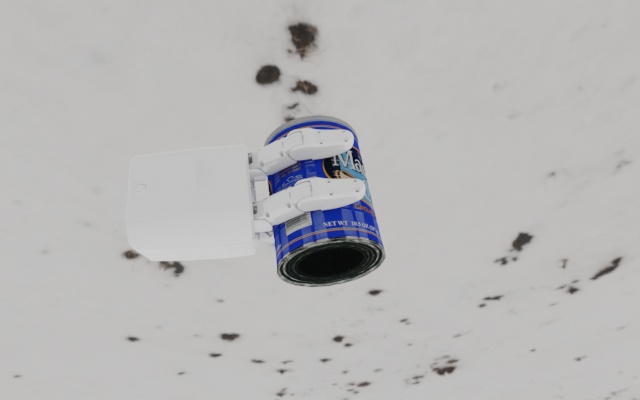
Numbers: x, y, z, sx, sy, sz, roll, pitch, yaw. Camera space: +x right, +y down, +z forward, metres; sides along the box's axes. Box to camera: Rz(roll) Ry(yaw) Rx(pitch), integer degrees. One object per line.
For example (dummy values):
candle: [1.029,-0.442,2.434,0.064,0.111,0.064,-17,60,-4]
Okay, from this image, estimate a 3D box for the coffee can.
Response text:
coffee can: [0.000,0.001,0.478,0.103,0.140,0.103,-7,-31,-4]
